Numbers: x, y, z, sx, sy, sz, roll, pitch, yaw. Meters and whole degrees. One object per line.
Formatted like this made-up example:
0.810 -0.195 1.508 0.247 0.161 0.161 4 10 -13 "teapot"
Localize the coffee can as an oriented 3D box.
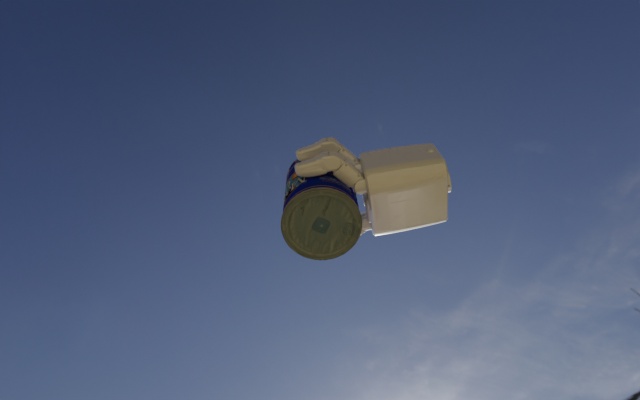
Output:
0.000 0.002 0.660 0.103 0.103 0.140 0 26 -1 "coffee can"
